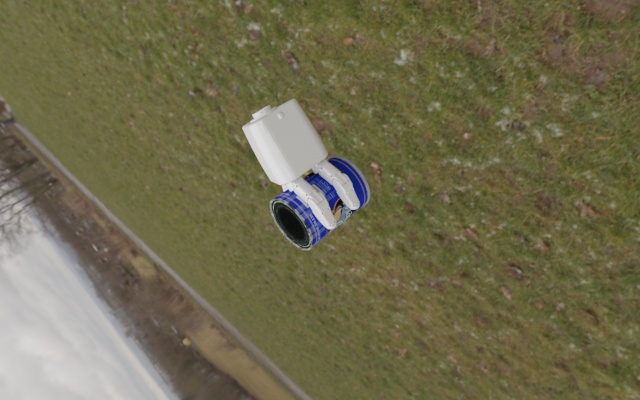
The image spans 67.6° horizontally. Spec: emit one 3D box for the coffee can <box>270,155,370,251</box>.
[{"bbox_3d":[0.000,0.003,0.808,0.140,0.103,0.103,-37,19,-27],"label":"coffee can"}]
